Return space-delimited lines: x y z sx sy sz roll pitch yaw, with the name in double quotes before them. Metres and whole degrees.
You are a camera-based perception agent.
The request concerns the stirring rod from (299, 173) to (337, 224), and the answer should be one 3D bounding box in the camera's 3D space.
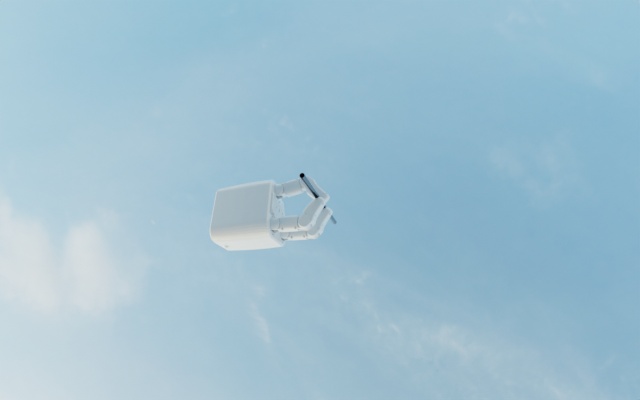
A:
"stirring rod" 0.000 0.003 0.806 0.011 0.011 0.240 0 -19 14
